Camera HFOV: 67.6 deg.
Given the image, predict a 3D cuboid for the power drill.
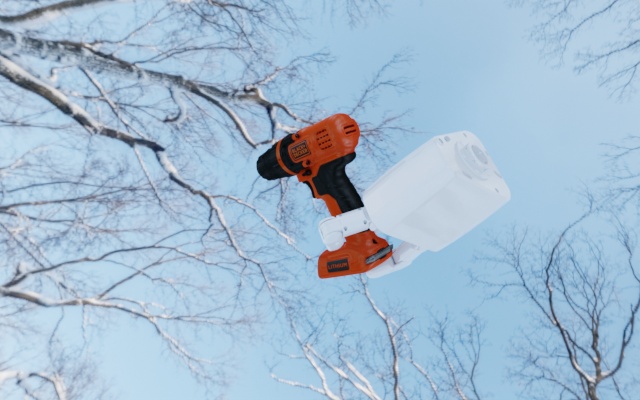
[{"bbox_3d":[0.000,0.002,0.597,0.057,0.187,0.184,-26,5,-38],"label":"power drill"}]
